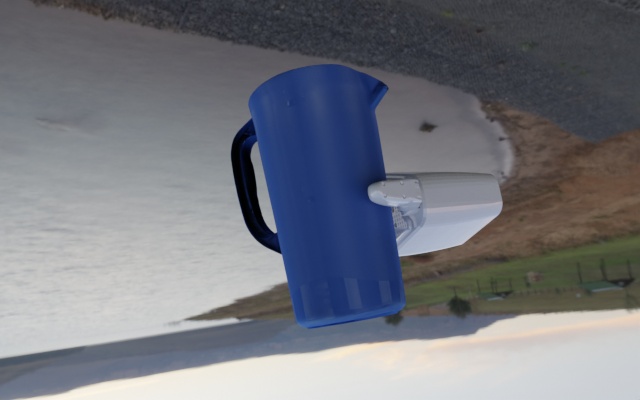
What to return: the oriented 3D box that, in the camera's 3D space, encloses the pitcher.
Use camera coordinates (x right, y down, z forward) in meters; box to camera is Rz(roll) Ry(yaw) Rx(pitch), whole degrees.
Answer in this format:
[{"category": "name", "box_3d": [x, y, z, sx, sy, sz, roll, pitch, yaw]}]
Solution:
[{"category": "pitcher", "box_3d": [0.000, 0.002, 0.488, 0.145, 0.242, 0.149, -5, -14, -22]}]
